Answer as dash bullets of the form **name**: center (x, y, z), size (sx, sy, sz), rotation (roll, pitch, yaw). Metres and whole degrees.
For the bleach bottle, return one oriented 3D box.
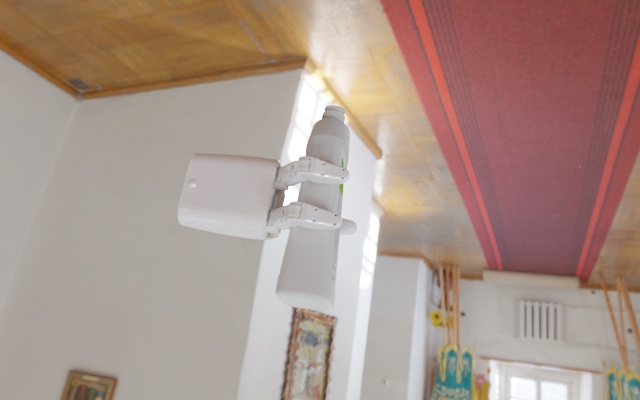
- **bleach bottle**: center (0.000, 0.002, 0.589), size (0.068, 0.250, 0.103), rotation (7, -20, 5)
